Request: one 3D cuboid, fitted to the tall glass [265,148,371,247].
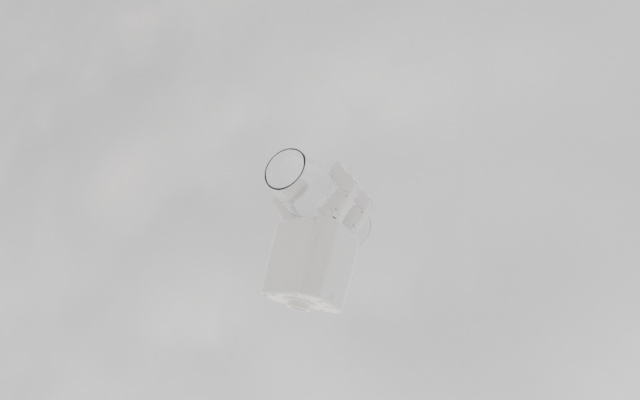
[{"bbox_3d":[0.000,0.002,0.690,0.079,0.079,0.201,0,-26,31],"label":"tall glass"}]
